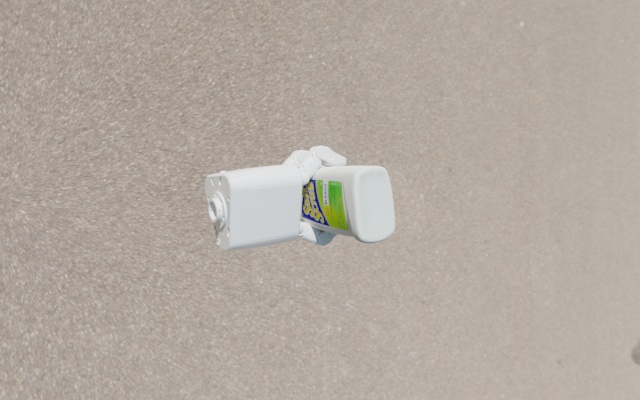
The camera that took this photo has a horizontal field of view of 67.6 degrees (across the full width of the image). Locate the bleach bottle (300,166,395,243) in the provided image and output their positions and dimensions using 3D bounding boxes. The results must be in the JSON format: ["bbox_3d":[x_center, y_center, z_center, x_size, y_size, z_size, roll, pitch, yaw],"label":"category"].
[{"bbox_3d":[0.000,0.002,0.711,0.068,0.102,0.251,-10,6,-34],"label":"bleach bottle"}]
